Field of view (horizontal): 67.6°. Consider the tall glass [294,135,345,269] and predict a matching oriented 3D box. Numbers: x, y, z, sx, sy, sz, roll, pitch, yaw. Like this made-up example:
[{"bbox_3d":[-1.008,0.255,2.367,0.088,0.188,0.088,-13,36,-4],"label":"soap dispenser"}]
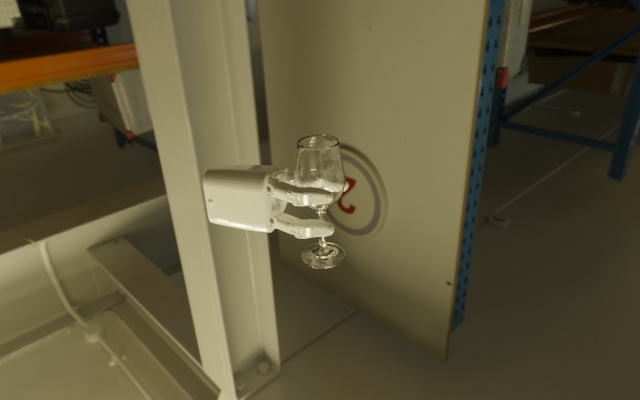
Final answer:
[{"bbox_3d":[0.000,0.003,0.744,0.079,0.201,0.079,-2,27,1],"label":"tall glass"}]
